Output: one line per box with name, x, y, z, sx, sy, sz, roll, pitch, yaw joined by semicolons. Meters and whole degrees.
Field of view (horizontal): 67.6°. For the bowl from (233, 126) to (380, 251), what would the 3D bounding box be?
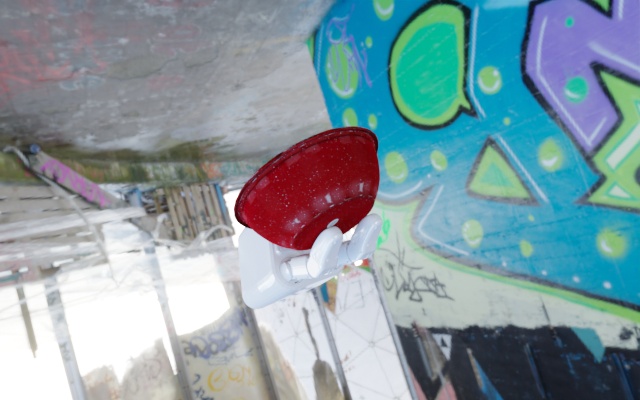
bowl;0.001;0.001;0.465;0.162;0.055;0.162;-26;-22;-12
